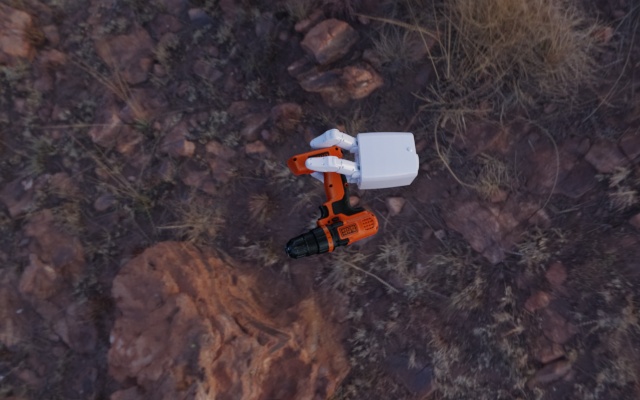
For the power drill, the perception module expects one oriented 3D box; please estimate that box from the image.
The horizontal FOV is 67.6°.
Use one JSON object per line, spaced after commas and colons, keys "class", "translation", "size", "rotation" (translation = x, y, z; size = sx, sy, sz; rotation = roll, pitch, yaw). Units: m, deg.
{"class": "power drill", "translation": [0.000, 0.002, 0.894], "size": [0.184, 0.187, 0.057], "rotation": [-17, -3, -20]}
